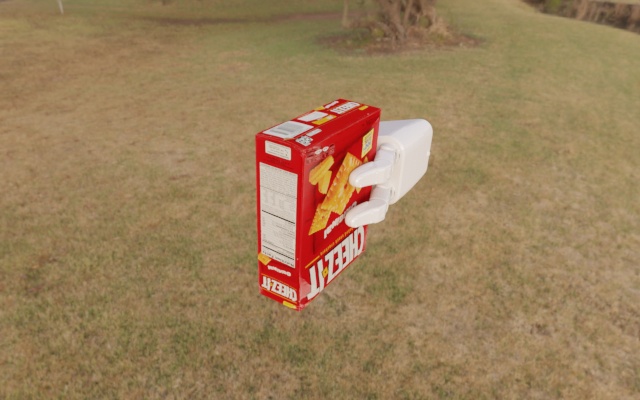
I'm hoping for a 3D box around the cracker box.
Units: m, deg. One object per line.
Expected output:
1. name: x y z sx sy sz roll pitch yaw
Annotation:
1. cracker box: 0.000 0.002 0.583 0.072 0.214 0.164 20 34 29
